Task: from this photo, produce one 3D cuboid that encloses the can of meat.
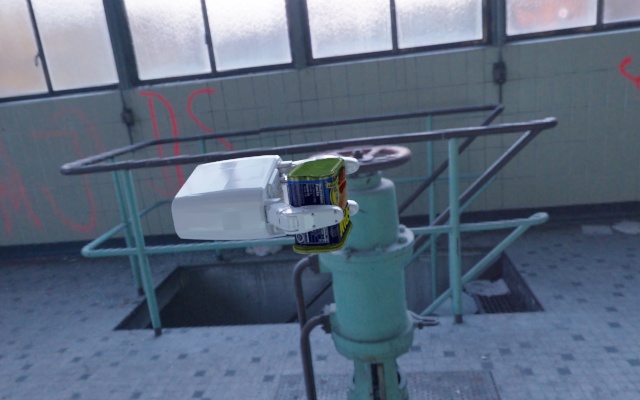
[{"bbox_3d":[0.000,0.001,0.534,0.057,0.084,0.102,-3,15,13],"label":"can of meat"}]
